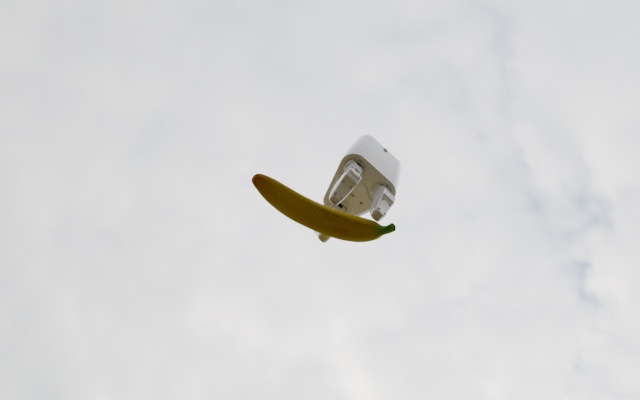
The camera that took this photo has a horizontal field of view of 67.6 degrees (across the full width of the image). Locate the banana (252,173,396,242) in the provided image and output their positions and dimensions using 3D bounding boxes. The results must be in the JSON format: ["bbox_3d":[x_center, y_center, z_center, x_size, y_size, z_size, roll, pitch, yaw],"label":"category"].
[{"bbox_3d":[0.001,0.015,0.641,0.198,0.037,0.070,19,-41,5],"label":"banana"}]
